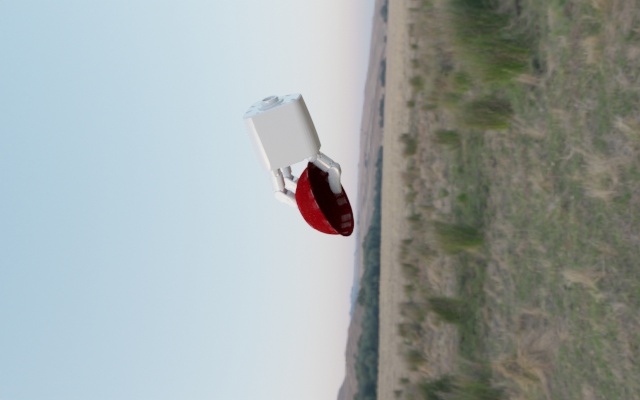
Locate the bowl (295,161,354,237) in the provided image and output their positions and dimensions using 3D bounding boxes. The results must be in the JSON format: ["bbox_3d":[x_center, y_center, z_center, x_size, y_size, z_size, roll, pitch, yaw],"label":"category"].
[{"bbox_3d":[0.000,0.004,0.899,0.055,0.162,0.162,-27,-11,22],"label":"bowl"}]
